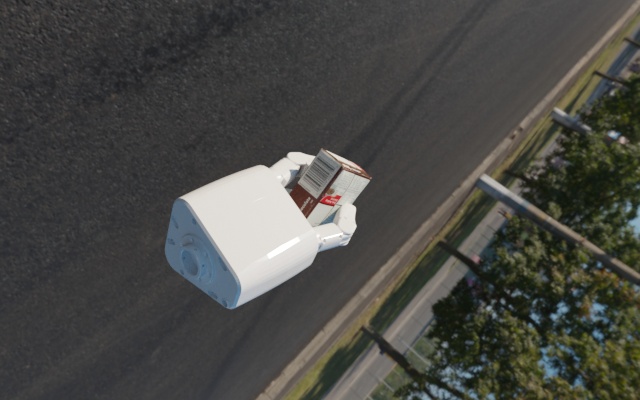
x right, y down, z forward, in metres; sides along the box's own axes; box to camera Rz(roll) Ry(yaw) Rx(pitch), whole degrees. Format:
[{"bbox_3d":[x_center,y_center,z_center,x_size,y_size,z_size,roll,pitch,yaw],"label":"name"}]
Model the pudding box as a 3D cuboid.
[{"bbox_3d":[0.000,0.002,0.555,0.039,0.113,0.090,43,13,23],"label":"pudding box"}]
